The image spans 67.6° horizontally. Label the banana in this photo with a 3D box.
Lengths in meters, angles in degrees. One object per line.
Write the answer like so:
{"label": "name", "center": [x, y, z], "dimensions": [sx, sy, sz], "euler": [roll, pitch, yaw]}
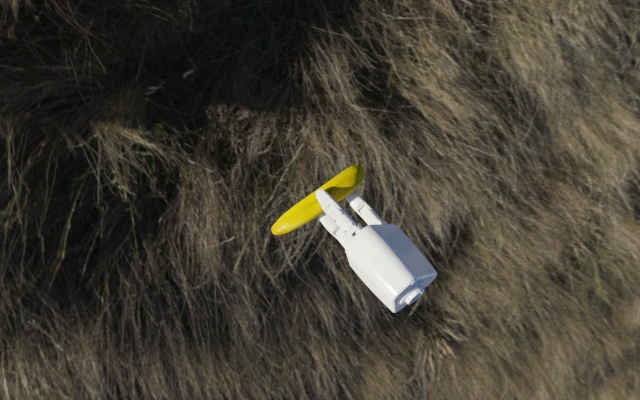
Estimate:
{"label": "banana", "center": [0.006, -0.003, 0.786], "dimensions": [0.198, 0.037, 0.069], "euler": [-35, -3, -16]}
